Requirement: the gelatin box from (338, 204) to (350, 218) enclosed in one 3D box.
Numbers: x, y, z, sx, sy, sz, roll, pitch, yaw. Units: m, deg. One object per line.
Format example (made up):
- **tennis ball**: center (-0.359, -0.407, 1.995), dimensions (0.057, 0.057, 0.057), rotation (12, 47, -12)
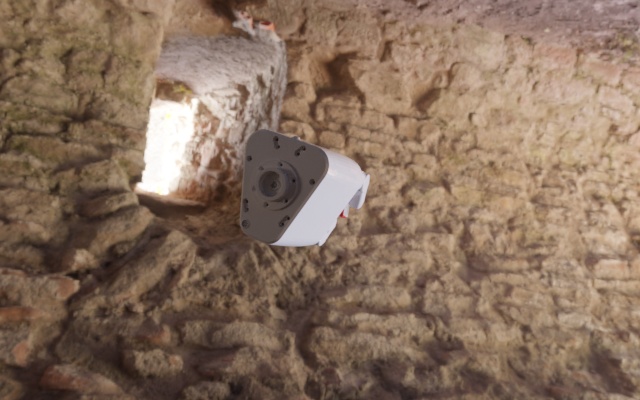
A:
- **gelatin box**: center (0.000, 0.003, 0.639), dimensions (0.073, 0.030, 0.089), rotation (11, -2, 7)
